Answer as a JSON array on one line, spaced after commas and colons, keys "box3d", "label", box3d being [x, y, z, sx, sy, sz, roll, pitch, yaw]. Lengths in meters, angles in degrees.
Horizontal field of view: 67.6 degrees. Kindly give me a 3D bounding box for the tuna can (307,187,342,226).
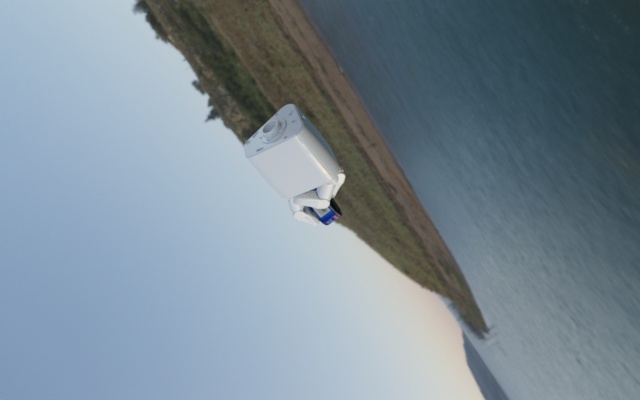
[{"box3d": [0.000, 0.003, 0.859, 0.034, 0.086, 0.086, -38, -7, 9], "label": "tuna can"}]
